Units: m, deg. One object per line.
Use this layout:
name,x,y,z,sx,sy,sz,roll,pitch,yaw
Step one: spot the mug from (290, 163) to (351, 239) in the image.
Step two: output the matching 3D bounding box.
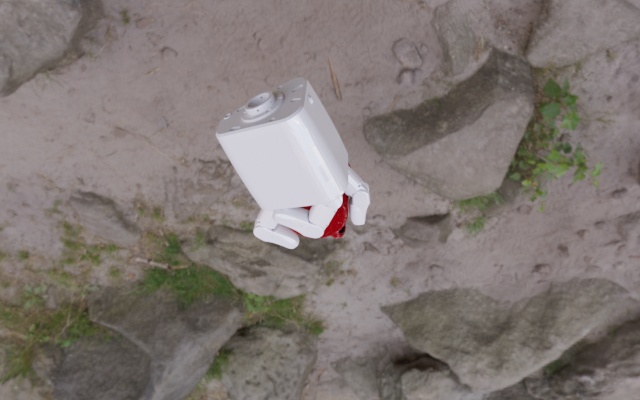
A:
mug,0.001,0.003,0.612,0.093,0.117,0.081,-20,35,18
